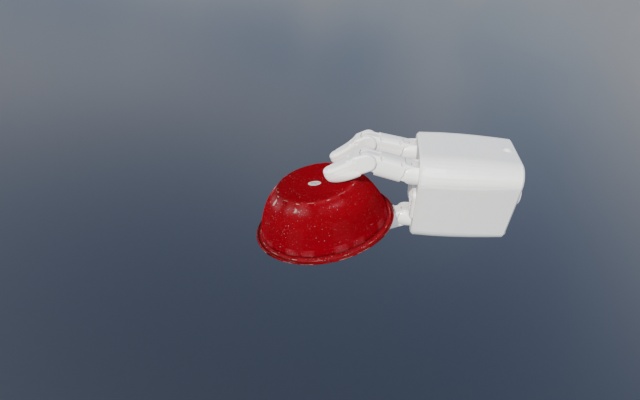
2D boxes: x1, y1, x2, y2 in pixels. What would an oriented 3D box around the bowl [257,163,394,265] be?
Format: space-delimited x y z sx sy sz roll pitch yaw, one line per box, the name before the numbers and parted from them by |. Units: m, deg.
bowl | -0.001 0.002 0.542 0.162 0.055 0.162 -9 30 6
